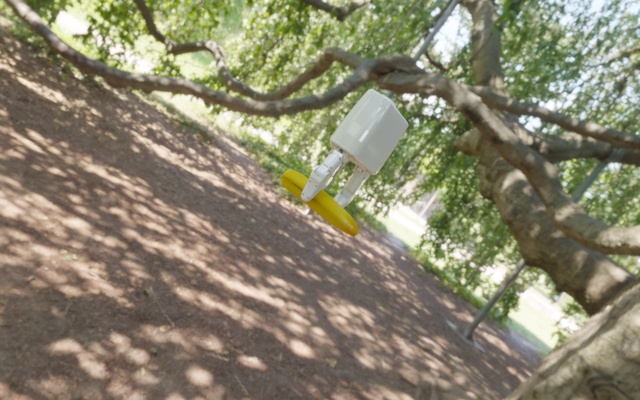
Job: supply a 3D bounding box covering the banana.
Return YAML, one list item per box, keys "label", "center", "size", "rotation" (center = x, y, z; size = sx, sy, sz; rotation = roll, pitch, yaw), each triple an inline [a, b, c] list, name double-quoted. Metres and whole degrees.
- label: "banana"
  center: [-0.012, -0.007, 0.796]
  size: [0.197, 0.037, 0.070]
  rotation: [37, -1, 42]
